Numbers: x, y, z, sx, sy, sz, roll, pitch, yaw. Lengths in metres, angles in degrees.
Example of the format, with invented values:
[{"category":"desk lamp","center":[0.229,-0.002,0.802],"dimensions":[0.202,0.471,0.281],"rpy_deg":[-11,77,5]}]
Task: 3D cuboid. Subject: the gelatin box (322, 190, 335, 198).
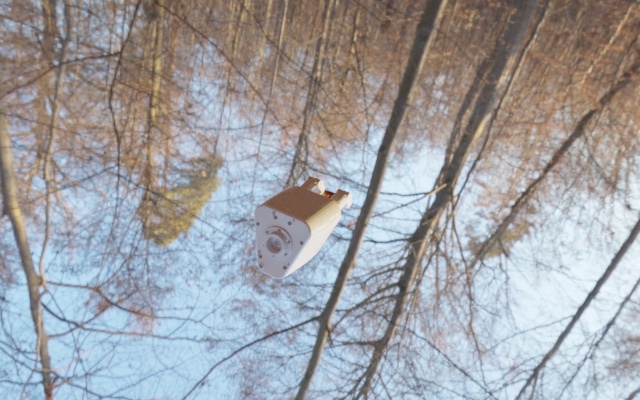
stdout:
[{"category":"gelatin box","center":[0.000,0.003,0.842],"dimensions":[0.073,0.030,0.089],"rpy_deg":[18,17,5]}]
